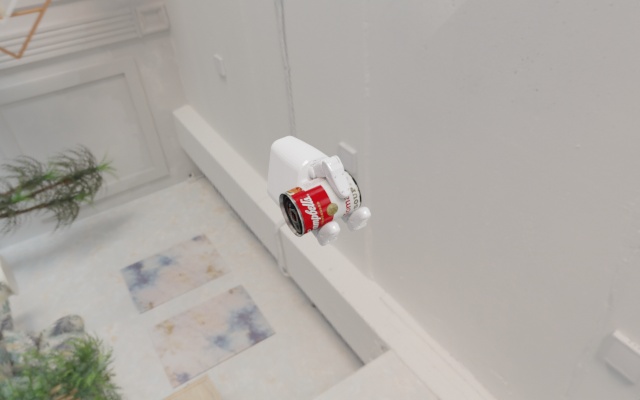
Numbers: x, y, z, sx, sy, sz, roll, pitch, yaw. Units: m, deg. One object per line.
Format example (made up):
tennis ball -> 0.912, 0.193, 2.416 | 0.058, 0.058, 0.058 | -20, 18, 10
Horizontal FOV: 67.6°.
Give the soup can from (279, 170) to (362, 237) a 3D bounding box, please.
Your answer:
soup can -> 0.001, 0.002, 0.696 | 0.102, 0.068, 0.068 | -24, 10, -23
